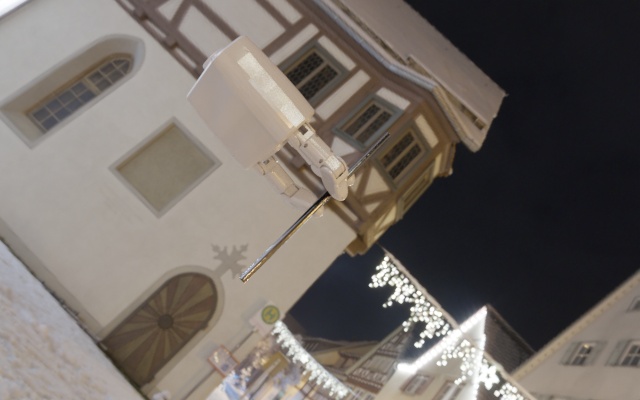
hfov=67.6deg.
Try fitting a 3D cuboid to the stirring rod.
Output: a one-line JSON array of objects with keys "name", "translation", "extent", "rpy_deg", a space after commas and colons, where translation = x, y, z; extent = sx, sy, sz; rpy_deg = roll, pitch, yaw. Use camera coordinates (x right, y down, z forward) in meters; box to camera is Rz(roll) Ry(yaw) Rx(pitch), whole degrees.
[{"name": "stirring rod", "translation": [0.000, 0.002, 0.528], "extent": [0.239, 0.011, 0.011], "rpy_deg": [-45, 18, -20]}]
